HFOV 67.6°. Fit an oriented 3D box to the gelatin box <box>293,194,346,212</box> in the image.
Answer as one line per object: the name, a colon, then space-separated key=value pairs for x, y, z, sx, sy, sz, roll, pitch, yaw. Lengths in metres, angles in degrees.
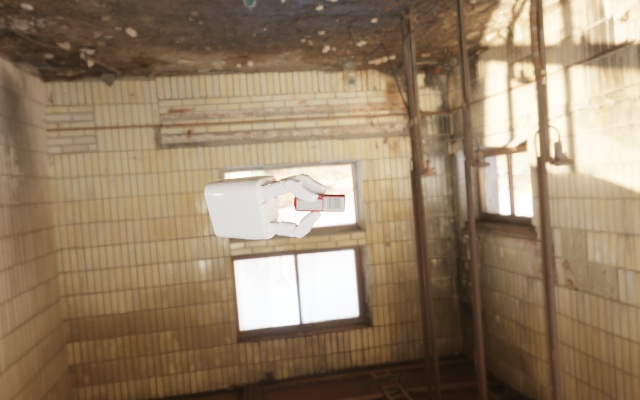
gelatin box: x=0.000 y=0.003 z=0.852 sx=0.089 sy=0.030 sz=0.073 roll=1 pitch=4 yaw=3
